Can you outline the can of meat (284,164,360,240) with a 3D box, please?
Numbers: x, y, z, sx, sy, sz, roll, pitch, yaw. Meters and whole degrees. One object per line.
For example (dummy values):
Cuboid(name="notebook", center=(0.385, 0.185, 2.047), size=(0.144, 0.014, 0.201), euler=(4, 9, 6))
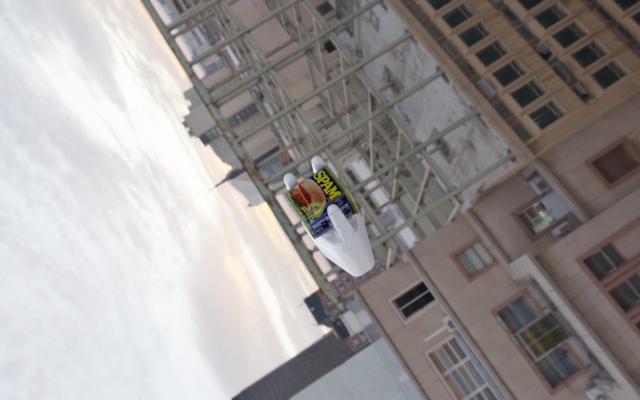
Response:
Cuboid(name="can of meat", center=(0.000, 0.003, 0.765), size=(0.084, 0.057, 0.102), euler=(-33, 46, -3))
